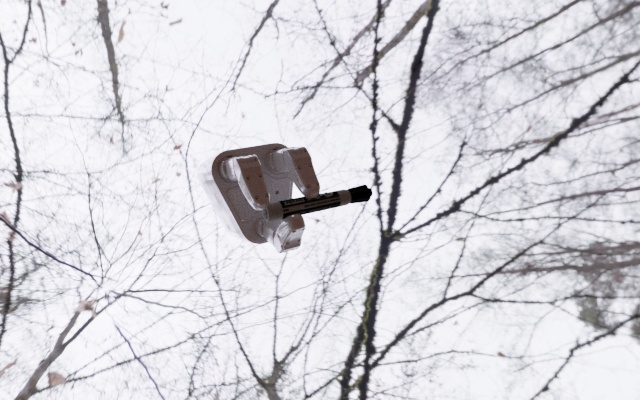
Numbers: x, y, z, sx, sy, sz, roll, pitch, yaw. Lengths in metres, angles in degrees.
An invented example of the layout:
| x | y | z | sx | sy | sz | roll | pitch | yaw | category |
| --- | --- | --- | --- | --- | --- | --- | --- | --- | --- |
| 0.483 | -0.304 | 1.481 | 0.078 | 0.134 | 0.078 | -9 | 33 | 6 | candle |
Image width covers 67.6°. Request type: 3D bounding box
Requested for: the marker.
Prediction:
| x | y | z | sx | sy | sz | roll | pitch | yaw | category |
| --- | --- | --- | --- | --- | --- | --- | --- | --- | --- |
| 0.000 | 0.002 | 0.488 | 0.121 | 0.020 | 0.020 | -11 | 5 | -25 | marker |
